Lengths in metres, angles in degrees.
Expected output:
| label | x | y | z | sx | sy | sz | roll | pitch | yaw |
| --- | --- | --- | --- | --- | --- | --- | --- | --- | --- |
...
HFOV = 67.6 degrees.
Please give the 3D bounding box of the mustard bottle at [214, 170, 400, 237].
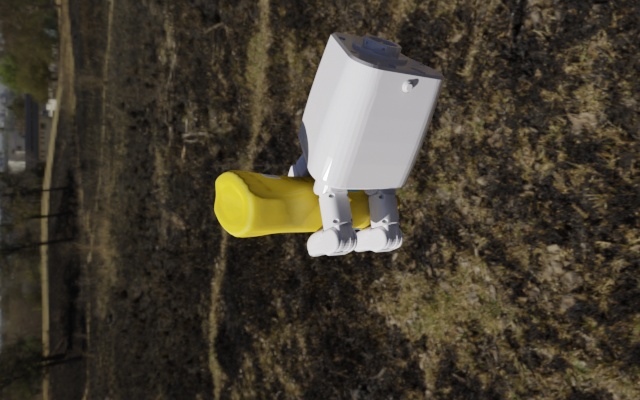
| label | x | y | z | sx | sy | sz | roll | pitch | yaw |
| --- | --- | --- | --- | --- | --- | --- | --- | --- | --- |
| mustard bottle | 0.000 | 0.002 | 0.473 | 0.191 | 0.058 | 0.096 | 0 | 8 | -31 |
